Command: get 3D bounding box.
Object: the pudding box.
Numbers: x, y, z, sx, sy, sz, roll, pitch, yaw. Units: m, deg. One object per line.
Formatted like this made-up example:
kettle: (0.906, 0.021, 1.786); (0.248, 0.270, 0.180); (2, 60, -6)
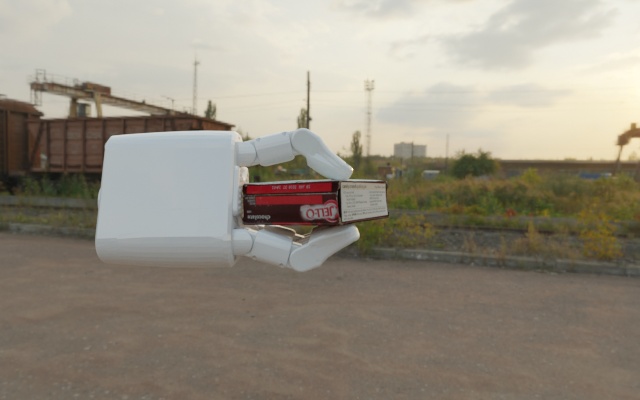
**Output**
pudding box: (0.000, 0.001, 0.415); (0.090, 0.039, 0.113); (0, 3, 27)
